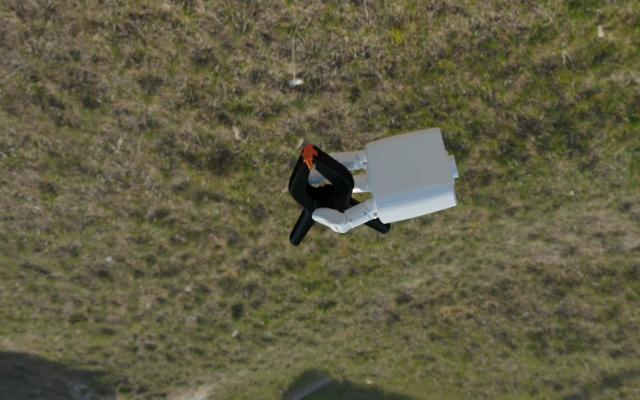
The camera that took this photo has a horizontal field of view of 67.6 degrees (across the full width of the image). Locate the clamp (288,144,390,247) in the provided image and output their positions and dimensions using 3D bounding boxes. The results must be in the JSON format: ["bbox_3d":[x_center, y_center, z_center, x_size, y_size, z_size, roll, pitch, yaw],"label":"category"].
[{"bbox_3d":[0.000,0.003,0.709,0.164,0.036,0.210,-15,-41,16],"label":"clamp"}]
